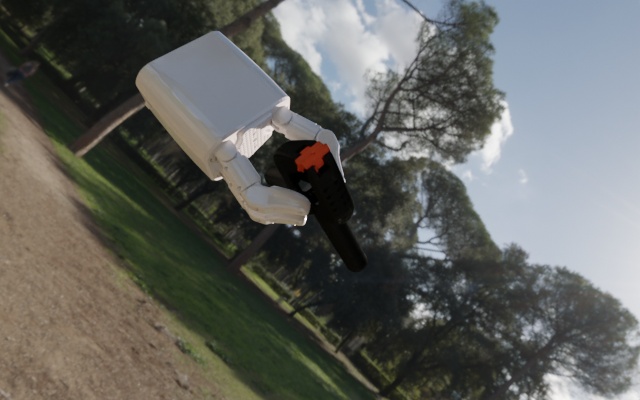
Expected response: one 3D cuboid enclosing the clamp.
[{"bbox_3d":[0.001,0.001,0.480,0.036,0.164,0.210,-42,-6,-12],"label":"clamp"}]
